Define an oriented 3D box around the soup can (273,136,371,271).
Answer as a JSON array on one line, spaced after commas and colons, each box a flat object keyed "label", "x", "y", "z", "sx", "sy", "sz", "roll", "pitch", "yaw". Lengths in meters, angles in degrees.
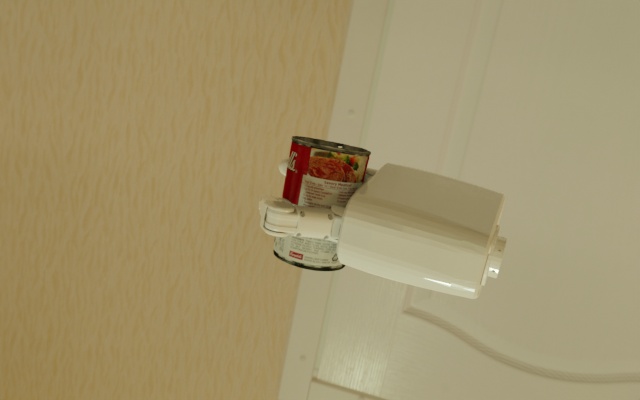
[{"label": "soup can", "x": 0.000, "y": 0.002, "z": 0.410, "sx": 0.068, "sy": 0.102, "sz": 0.068, "roll": 10, "pitch": 11, "yaw": -2}]
